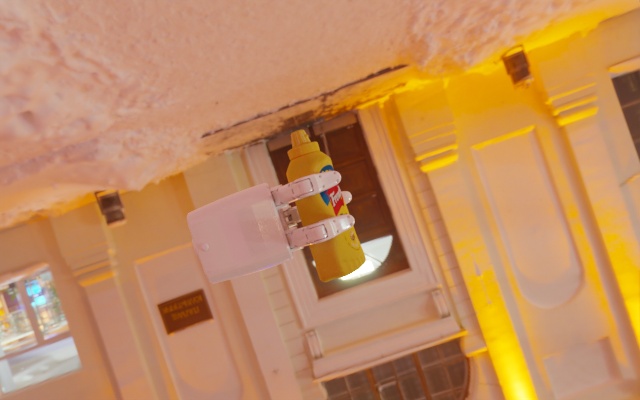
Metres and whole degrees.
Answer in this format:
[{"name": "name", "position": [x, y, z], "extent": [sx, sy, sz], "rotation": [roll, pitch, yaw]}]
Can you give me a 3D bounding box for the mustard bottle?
[{"name": "mustard bottle", "position": [0.001, 0.002, 0.616], "extent": [0.058, 0.191, 0.096], "rotation": [-19, 0, 22]}]
